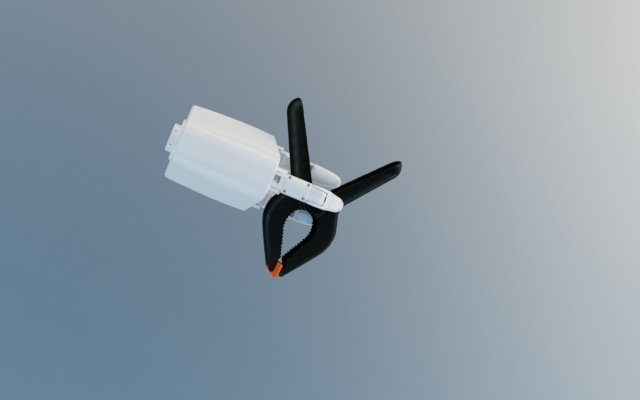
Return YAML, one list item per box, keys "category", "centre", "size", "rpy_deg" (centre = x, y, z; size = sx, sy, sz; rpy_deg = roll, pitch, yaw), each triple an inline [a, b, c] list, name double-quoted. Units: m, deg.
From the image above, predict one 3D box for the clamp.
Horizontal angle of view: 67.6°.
- category: "clamp"
  centre: [0.000, 0.002, 0.588]
  size: [0.164, 0.210, 0.036]
  rpy_deg: [22, 0, -16]
